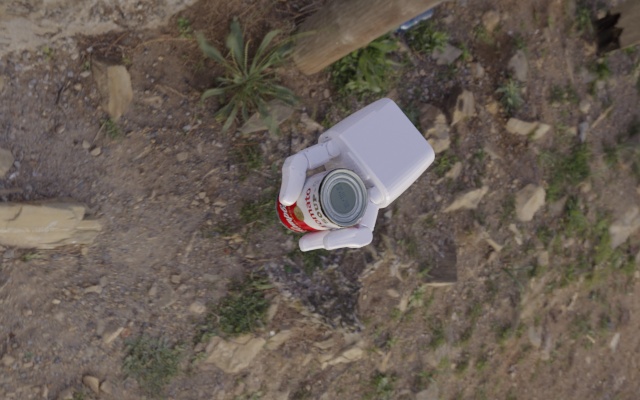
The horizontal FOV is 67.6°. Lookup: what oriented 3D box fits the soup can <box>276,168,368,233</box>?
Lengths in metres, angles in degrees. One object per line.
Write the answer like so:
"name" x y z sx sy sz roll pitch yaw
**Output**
"soup can" 0.000 0.002 0.564 0.068 0.068 0.102 0 -6 -33
